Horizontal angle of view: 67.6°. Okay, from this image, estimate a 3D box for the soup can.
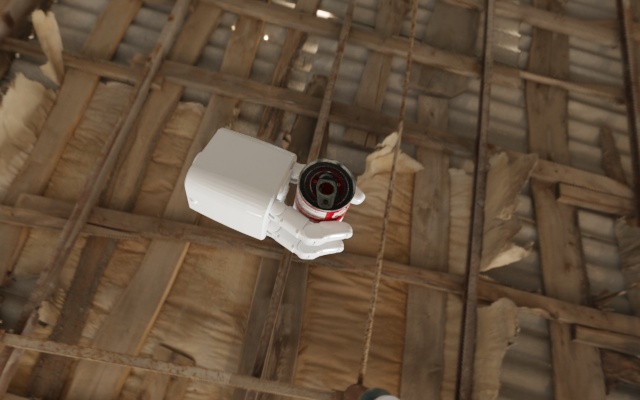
[{"bbox_3d":[0.001,0.002,0.594,0.068,0.068,0.102,0,-24,-10],"label":"soup can"}]
